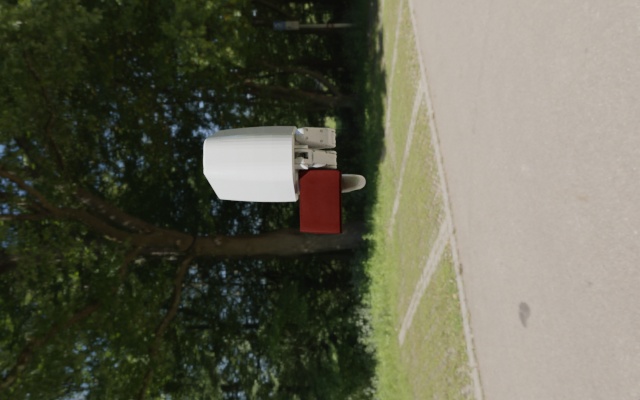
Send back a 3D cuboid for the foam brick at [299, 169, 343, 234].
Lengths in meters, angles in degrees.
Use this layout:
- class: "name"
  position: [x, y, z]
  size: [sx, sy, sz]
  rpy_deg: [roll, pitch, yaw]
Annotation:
- class: "foam brick"
  position: [0.000, 0.002, 0.595]
  size: [0.051, 0.078, 0.053]
  rpy_deg: [-1, -2, -1]
